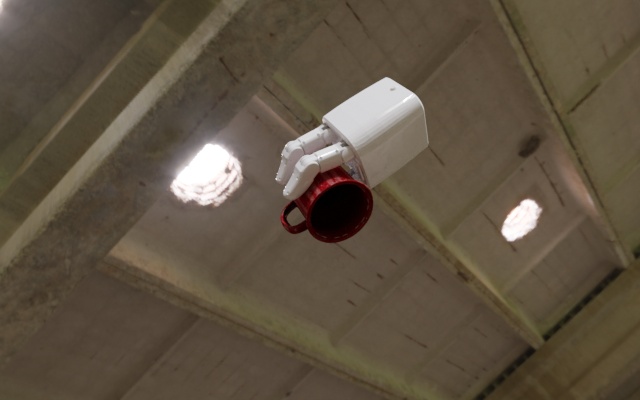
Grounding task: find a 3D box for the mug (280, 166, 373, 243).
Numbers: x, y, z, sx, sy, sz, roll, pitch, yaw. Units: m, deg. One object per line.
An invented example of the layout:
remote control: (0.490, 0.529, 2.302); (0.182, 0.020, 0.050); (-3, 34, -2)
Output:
mug: (-0.001, 0.003, 0.630); (0.117, 0.093, 0.081); (-34, 39, -4)
